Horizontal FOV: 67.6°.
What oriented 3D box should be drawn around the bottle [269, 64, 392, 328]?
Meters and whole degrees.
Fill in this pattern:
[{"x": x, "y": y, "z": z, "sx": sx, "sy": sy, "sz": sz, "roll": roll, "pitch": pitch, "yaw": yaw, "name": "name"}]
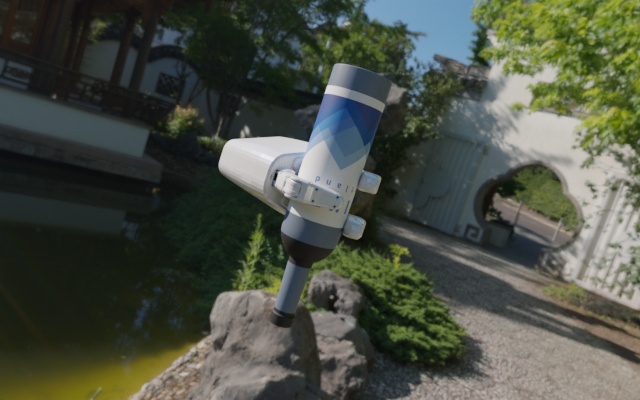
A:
[{"x": 0.000, "y": 0.002, "z": 0.534, "sx": 0.069, "sy": 0.296, "sz": 0.069, "roll": 18, "pitch": 6, "yaw": -2, "name": "bottle"}]
